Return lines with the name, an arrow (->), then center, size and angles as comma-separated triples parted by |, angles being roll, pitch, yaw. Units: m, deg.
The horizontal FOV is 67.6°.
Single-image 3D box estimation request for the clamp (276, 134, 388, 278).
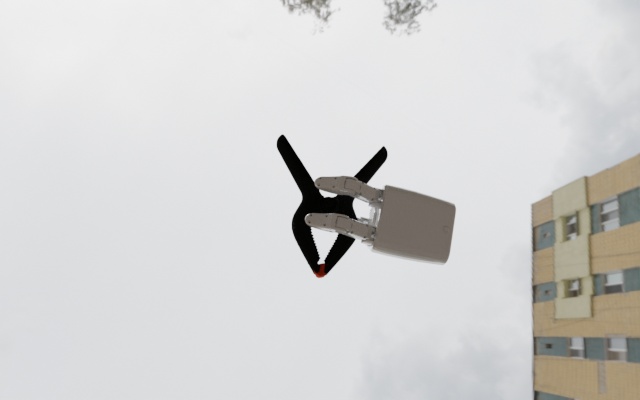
clamp -> 0.000, 0.003, 0.683 | 0.164, 0.210, 0.036 | 13, -16, 0
